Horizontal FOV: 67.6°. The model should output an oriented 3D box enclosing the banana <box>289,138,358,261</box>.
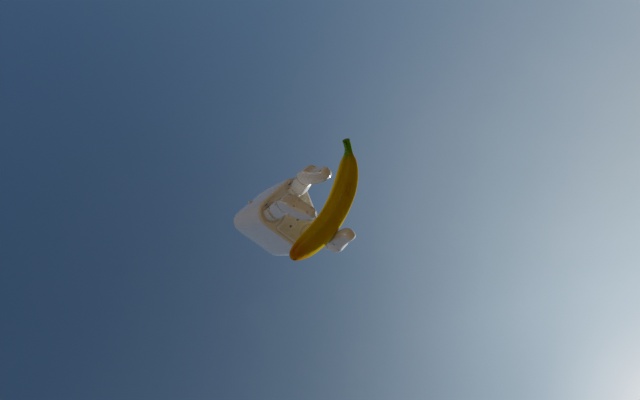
[{"bbox_3d":[0.013,0.009,0.697,0.037,0.197,0.070,1,-29,47],"label":"banana"}]
